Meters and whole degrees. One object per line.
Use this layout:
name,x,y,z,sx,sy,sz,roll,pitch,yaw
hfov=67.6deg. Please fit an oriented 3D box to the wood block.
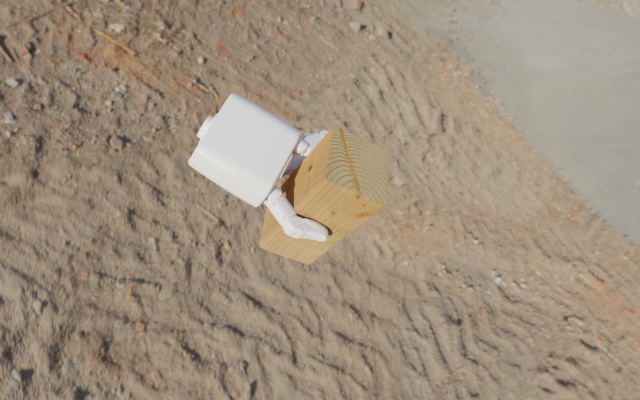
wood block,0.000,0.002,0.670,0.090,0.090,0.206,22,-37,-19
